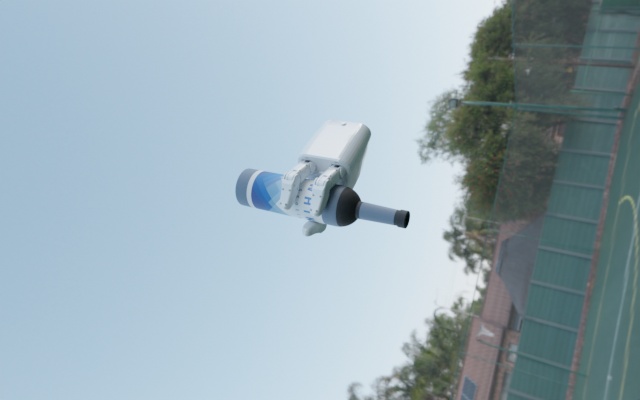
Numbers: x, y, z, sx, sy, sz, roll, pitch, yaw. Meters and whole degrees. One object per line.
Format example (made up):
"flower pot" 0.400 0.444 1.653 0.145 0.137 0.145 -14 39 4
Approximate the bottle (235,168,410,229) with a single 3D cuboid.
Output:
"bottle" 0.000 0.003 0.778 0.295 0.069 0.069 12 5 25
